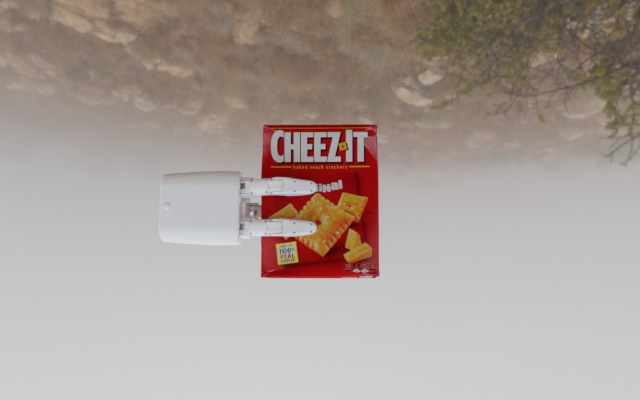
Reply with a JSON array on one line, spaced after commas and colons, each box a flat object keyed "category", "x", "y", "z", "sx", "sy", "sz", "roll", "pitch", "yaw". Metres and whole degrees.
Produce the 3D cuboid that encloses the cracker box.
[{"category": "cracker box", "x": 0.000, "y": 0.002, "z": 0.678, "sx": 0.164, "sy": 0.213, "sz": 0.072, "roll": 0, "pitch": -6, "yaw": 1}]
